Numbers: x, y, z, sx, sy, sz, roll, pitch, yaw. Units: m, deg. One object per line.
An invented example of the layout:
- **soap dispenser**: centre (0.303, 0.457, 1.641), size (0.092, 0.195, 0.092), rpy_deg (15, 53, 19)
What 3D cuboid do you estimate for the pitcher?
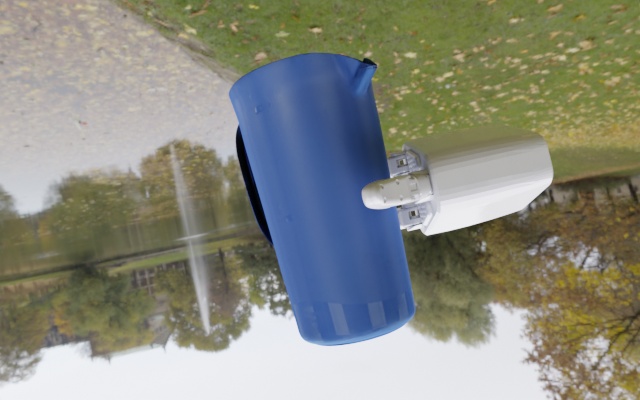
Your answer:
- **pitcher**: centre (0.000, 0.001, 0.446), size (0.145, 0.243, 0.149), rpy_deg (-13, -3, -2)
